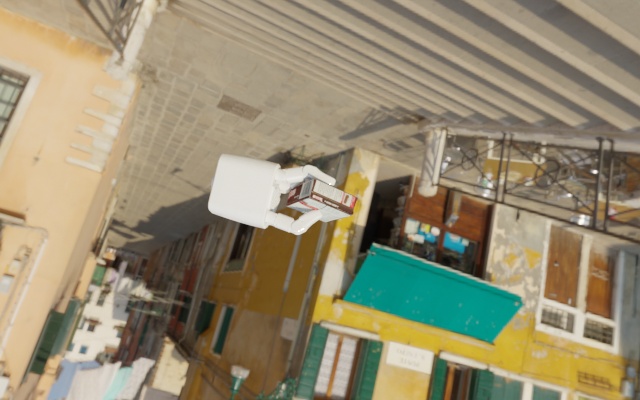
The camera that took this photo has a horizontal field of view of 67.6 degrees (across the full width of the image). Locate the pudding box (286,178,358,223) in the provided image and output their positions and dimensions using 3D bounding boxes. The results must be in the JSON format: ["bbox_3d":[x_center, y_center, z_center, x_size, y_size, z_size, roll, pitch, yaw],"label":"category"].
[{"bbox_3d":[0.000,0.003,0.854,0.090,0.039,0.113,22,-16,-20],"label":"pudding box"}]
